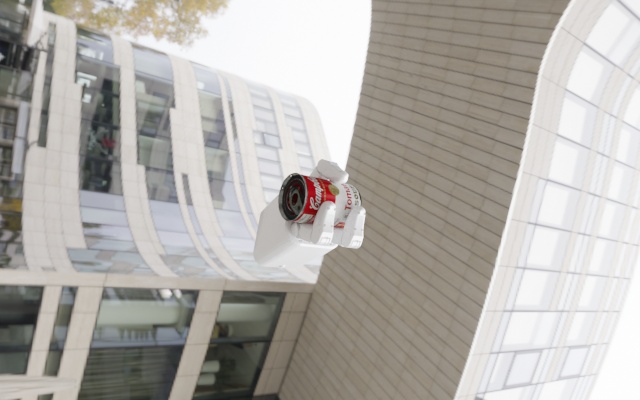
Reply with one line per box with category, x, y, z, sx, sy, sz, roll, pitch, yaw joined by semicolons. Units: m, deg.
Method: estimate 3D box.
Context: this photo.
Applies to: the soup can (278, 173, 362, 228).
soup can;0.001;0.002;0.685;0.102;0.068;0.068;10;-6;-36
